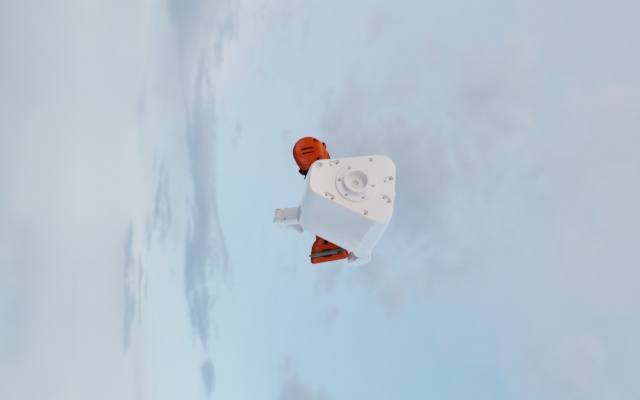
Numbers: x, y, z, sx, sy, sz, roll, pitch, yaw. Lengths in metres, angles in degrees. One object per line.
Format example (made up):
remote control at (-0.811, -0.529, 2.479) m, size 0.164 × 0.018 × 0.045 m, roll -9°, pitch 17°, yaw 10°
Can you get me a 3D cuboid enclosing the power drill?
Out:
power drill at (0.000, 0.003, 0.749) m, size 0.057 × 0.187 × 0.184 m, roll -12°, pitch -5°, yaw 5°
